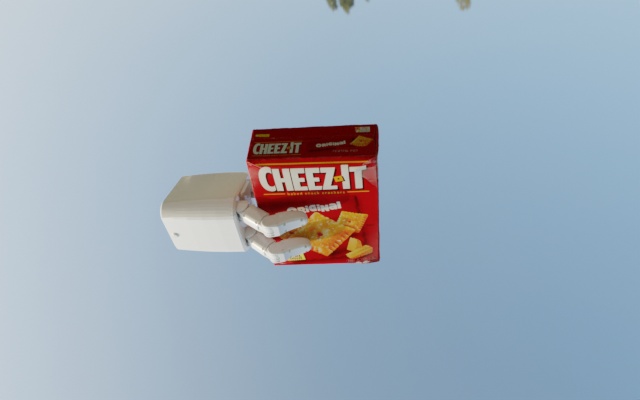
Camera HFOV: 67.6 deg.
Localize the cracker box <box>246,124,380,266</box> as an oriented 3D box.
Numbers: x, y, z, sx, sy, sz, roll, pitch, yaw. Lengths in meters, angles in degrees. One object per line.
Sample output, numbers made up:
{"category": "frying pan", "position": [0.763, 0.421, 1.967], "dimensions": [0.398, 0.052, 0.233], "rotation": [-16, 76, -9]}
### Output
{"category": "cracker box", "position": [0.000, 0.002, 0.663], "dimensions": [0.164, 0.072, 0.214], "rotation": [-2, -44, 6]}
